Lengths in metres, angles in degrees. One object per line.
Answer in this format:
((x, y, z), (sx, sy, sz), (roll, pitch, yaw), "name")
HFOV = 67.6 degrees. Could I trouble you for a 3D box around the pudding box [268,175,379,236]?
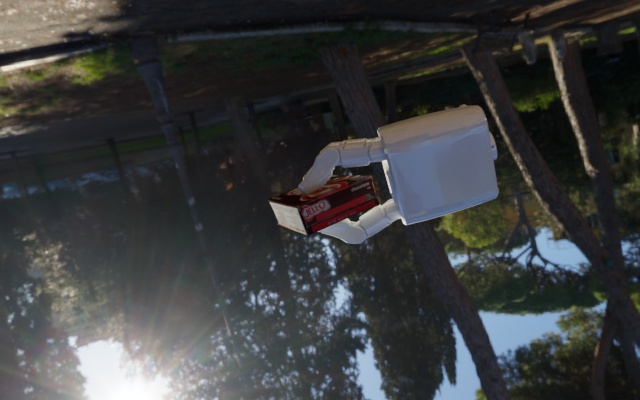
((0.000, 0.002, 0.541), (0.090, 0.039, 0.113), (-21, 9, -20), "pudding box")
